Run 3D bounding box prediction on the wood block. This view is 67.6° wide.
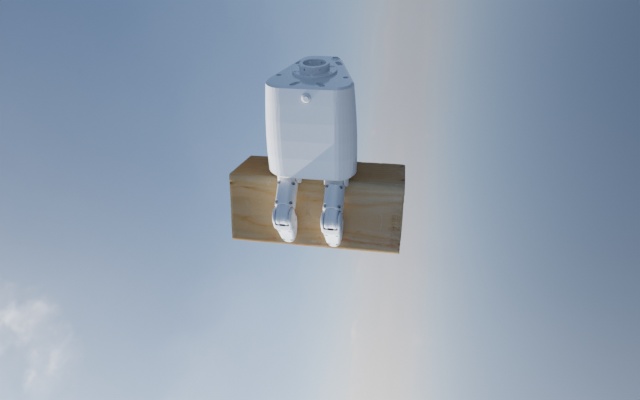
[{"bbox_3d":[0.000,0.001,0.604,0.206,0.090,0.090,4,21,9],"label":"wood block"}]
